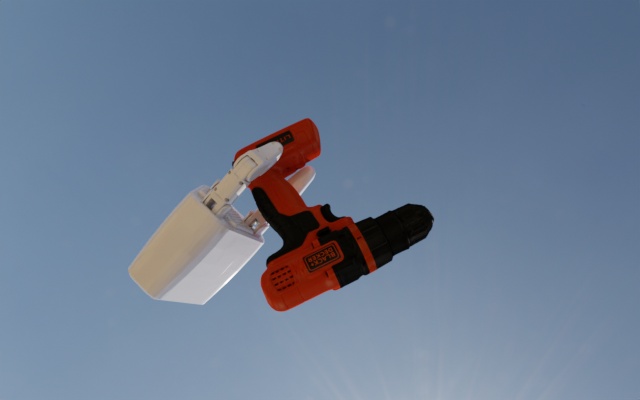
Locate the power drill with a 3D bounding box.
[{"bbox_3d":[0.000,0.001,0.507,0.184,0.187,0.057,-25,-31,-5],"label":"power drill"}]
